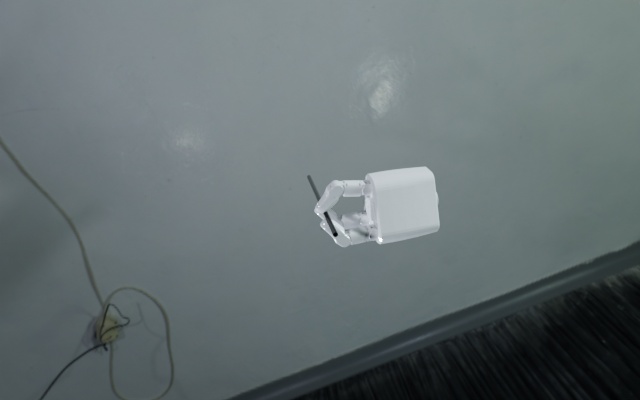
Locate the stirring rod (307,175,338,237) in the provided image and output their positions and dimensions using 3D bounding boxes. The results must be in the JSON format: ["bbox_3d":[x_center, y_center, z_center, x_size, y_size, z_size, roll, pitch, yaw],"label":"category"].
[{"bbox_3d":[0.000,0.003,0.823,0.011,0.011,0.239,0,24,-12],"label":"stirring rod"}]
